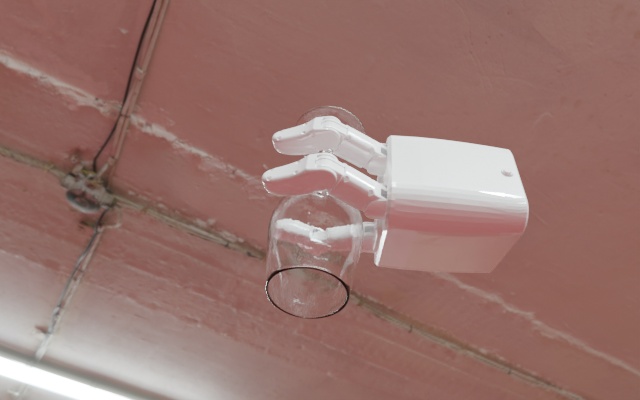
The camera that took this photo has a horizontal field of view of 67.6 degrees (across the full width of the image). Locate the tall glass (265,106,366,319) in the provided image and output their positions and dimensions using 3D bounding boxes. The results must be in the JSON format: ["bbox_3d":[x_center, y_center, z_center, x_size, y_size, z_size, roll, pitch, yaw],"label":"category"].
[{"bbox_3d":[0.000,0.001,0.418,0.079,0.079,0.200,0,42,8],"label":"tall glass"}]
